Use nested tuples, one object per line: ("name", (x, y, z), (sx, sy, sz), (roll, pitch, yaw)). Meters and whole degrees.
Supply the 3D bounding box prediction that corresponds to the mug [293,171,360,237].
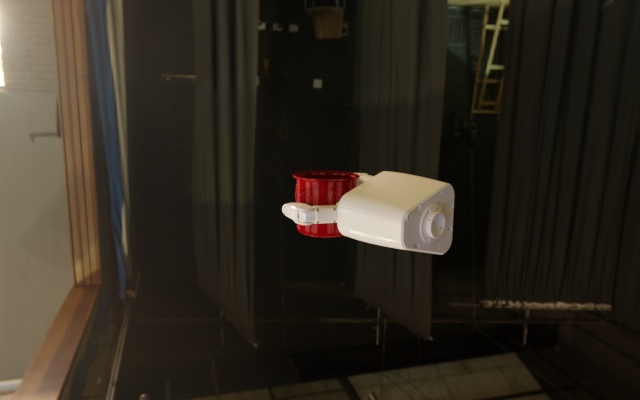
("mug", (-0.001, 0.002, 0.683), (0.093, 0.081, 0.117), (-8, 13, -39))
